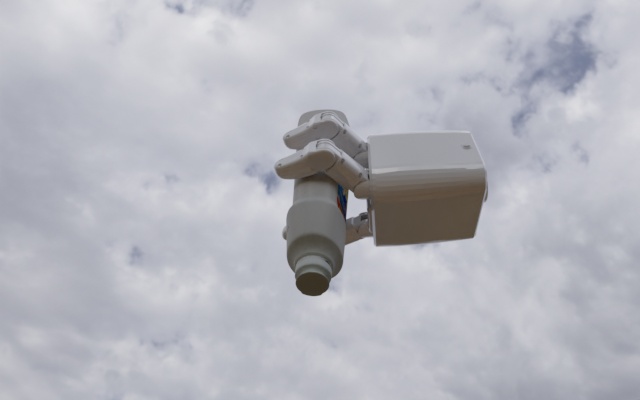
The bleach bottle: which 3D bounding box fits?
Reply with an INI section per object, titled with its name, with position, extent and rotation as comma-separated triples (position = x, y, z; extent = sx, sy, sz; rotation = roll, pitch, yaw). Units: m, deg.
[bleach bottle]
position = 0.000, 0.002, 0.494
extent = 0.068, 0.103, 0.250
rotation = -3, 36, 6
